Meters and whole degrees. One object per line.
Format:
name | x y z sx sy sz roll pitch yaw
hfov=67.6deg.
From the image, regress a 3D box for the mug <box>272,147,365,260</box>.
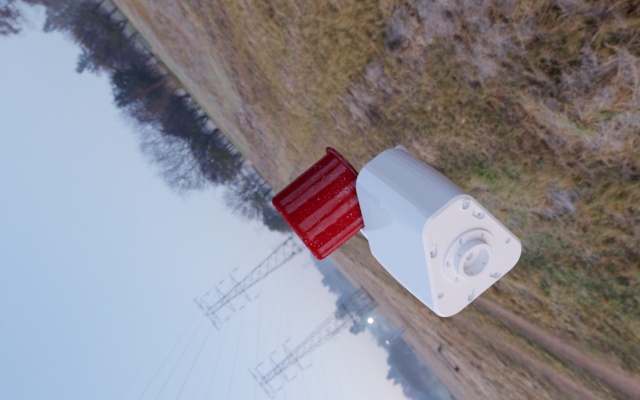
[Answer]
mug | -0.001 0.001 0.498 0.081 0.093 0.117 -39 33 -5
